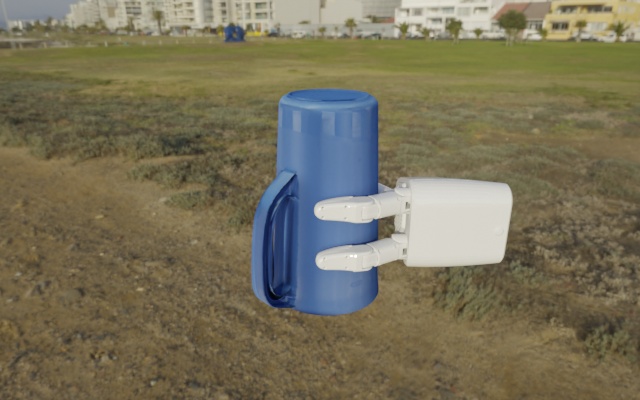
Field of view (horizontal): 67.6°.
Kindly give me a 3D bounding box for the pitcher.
[{"bbox_3d":[0.000,0.002,0.548,0.145,0.243,0.149,1,20,1],"label":"pitcher"}]
